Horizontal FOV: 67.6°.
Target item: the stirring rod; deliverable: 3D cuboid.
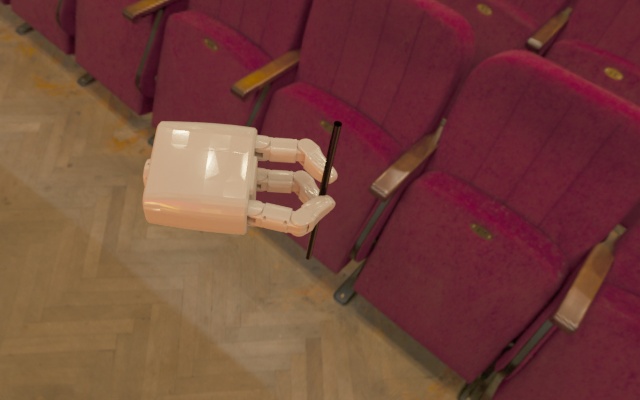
[{"bbox_3d":[0.000,0.002,0.540,0.011,0.011,0.240,0,-38,-10],"label":"stirring rod"}]
